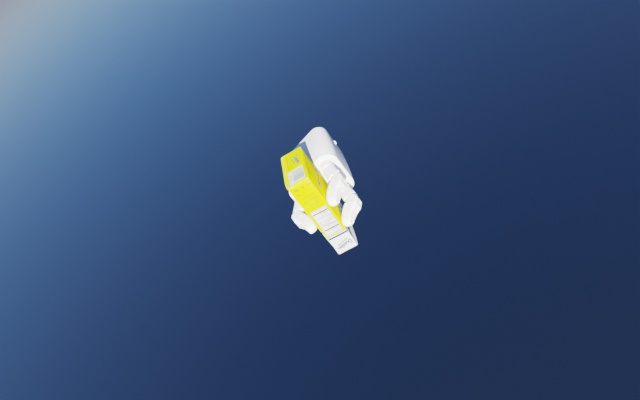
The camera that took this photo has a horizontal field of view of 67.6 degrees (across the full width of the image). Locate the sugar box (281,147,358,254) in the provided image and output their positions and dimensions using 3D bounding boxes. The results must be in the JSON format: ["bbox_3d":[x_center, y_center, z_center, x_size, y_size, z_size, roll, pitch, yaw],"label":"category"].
[{"bbox_3d":[0.001,0.002,0.809,0.048,0.093,0.176,-30,-52,13],"label":"sugar box"}]
